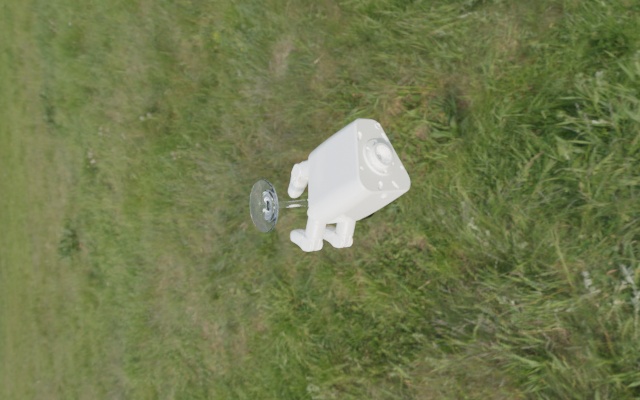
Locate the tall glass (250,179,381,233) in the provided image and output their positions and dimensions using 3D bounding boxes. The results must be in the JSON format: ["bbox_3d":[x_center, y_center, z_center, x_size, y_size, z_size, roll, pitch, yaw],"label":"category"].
[{"bbox_3d":[-0.001,0.002,0.716,0.201,0.079,0.079,-4,2,-37],"label":"tall glass"}]
